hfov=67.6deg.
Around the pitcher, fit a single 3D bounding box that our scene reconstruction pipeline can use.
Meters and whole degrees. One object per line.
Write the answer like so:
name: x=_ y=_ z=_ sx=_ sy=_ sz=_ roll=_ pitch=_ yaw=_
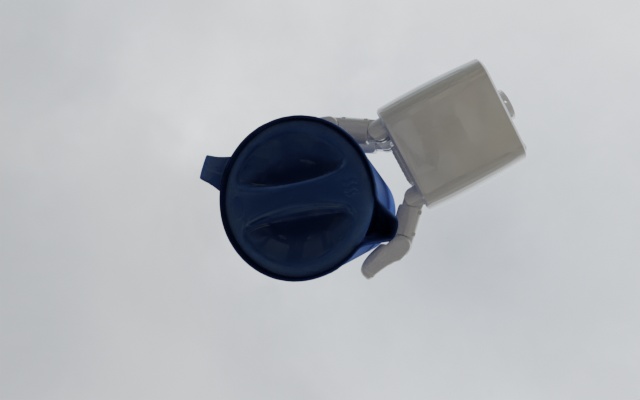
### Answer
pitcher: x=0.000 y=0.002 z=0.491 sx=0.145 sy=0.149 sz=0.243 roll=-30 pitch=-11 yaw=12
